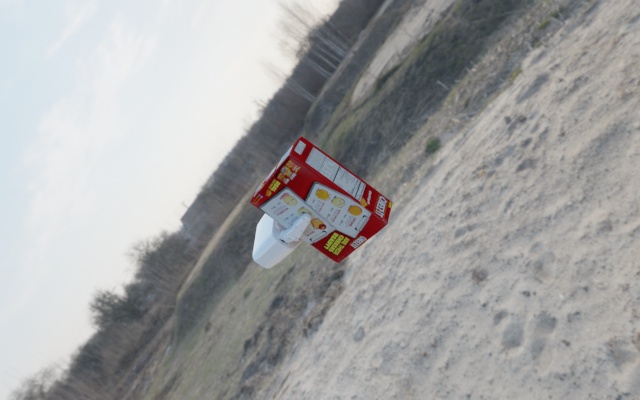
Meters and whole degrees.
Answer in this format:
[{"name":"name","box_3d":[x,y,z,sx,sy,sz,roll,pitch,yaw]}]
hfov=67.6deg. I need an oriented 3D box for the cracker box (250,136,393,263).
[{"name":"cracker box","box_3d":[0.000,0.003,0.890,0.214,0.072,0.164,35,-46,-11]}]
